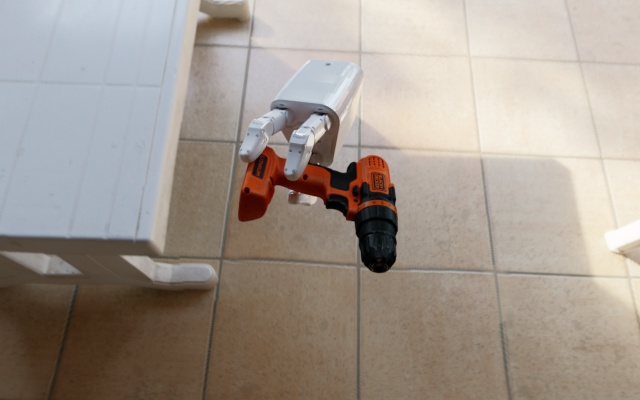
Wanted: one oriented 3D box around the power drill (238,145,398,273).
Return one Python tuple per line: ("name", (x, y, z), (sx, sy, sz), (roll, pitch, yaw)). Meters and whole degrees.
("power drill", (0.000, 0.002, 0.573), (0.187, 0.057, 0.184), (11, 40, -6))
